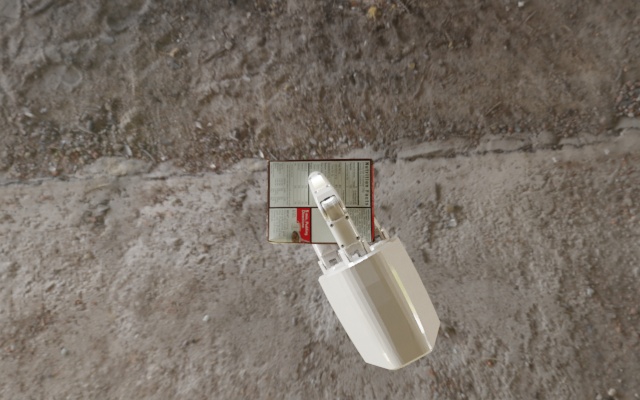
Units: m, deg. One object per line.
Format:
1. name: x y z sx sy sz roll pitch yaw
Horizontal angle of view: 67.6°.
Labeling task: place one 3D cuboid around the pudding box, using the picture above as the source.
1. pudding box: 0.000 0.002 0.504 0.113 0.090 0.039 0 -5 2
